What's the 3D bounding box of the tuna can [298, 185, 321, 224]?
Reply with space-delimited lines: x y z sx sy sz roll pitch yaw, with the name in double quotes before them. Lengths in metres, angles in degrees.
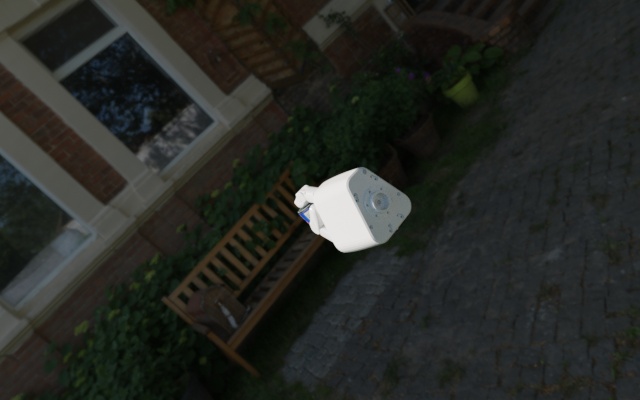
"tuna can" 0.000 0.002 0.847 0.034 0.086 0.086 44 -9 -9
